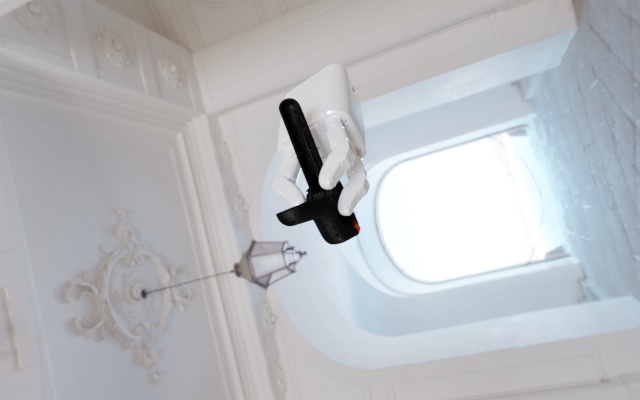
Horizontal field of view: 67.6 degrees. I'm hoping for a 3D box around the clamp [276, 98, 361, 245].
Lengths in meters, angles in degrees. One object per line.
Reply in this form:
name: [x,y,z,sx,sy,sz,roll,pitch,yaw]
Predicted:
clamp: [0.000,0.002,0.579,0.036,0.164,0.210,-14,-41,20]
